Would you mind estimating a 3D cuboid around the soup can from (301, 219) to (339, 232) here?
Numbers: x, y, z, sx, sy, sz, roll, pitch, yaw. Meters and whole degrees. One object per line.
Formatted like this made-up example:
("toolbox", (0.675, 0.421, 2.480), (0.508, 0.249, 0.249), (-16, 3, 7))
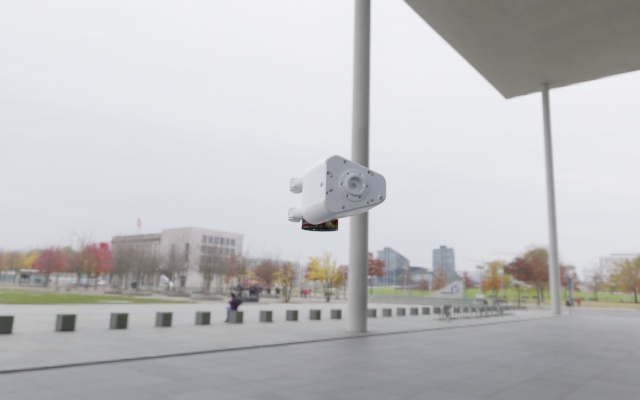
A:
("soup can", (0.000, 0.003, 0.870), (0.068, 0.102, 0.068), (2, -10, 0))
